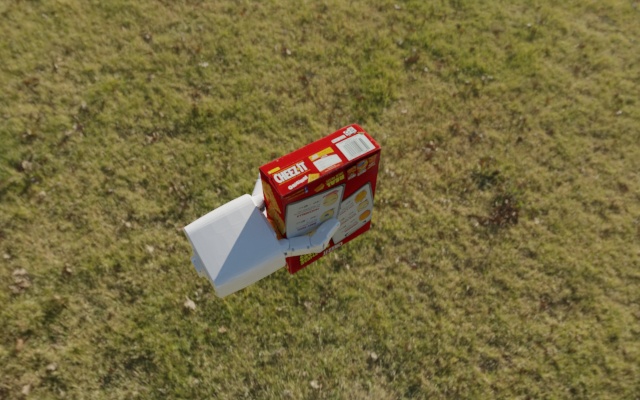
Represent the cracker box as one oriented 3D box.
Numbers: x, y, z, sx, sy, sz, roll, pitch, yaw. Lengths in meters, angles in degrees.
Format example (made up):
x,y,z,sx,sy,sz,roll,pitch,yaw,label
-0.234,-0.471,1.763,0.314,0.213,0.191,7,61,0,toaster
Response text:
x,y,z,sx,sy,sz,roll,pitch,yaw,label
0.000,0.002,0.735,0.164,0.072,0.214,-28,-31,-18,cracker box
